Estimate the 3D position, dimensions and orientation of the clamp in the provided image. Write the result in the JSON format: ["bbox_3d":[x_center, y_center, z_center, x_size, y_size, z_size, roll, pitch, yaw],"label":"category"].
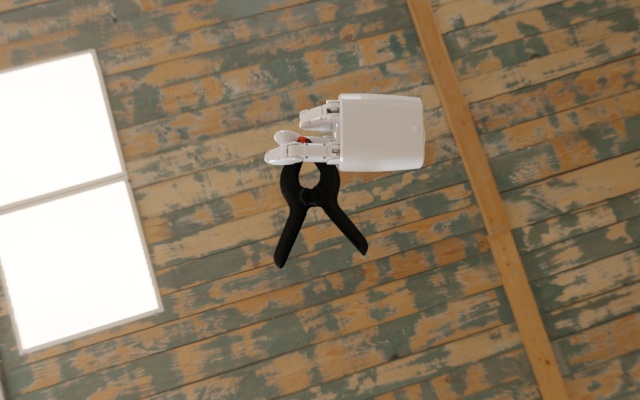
[{"bbox_3d":[0.000,0.002,0.619,0.120,0.171,0.039,0,-7,-2],"label":"clamp"}]
